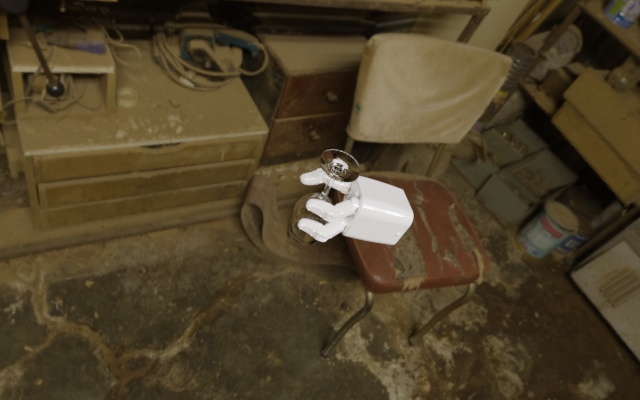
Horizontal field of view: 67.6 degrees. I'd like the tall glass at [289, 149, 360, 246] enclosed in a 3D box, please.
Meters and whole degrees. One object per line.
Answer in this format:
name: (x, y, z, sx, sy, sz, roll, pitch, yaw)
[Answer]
tall glass: (0.000, 0.002, 0.873, 0.079, 0.079, 0.201, 0, -38, -26)
